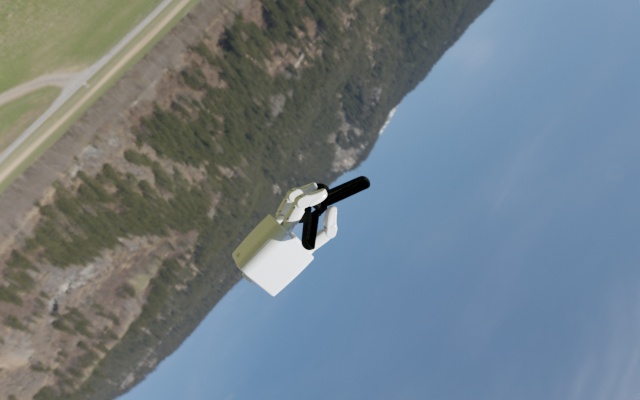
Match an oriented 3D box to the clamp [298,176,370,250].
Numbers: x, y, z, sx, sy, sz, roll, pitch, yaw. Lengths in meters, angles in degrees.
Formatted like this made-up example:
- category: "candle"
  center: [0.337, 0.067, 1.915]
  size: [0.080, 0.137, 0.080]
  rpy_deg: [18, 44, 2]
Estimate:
- category: "clamp"
  center: [0.000, 0.004, 0.900]
  size: [0.036, 0.164, 0.210]
  rpy_deg: [48, -6, -22]
